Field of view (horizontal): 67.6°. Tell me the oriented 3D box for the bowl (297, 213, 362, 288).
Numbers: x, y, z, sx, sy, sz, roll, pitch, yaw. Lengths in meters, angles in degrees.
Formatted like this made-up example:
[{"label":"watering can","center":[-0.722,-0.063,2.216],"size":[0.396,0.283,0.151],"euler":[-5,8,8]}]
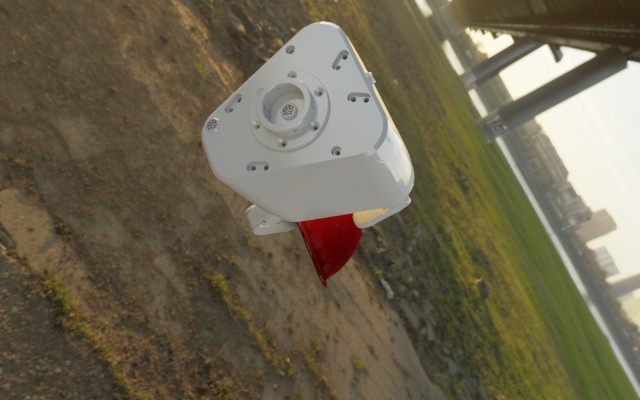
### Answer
[{"label":"bowl","center":[0.000,0.002,0.478],"size":[0.055,0.162,0.162],"euler":[-21,1,-2]}]
